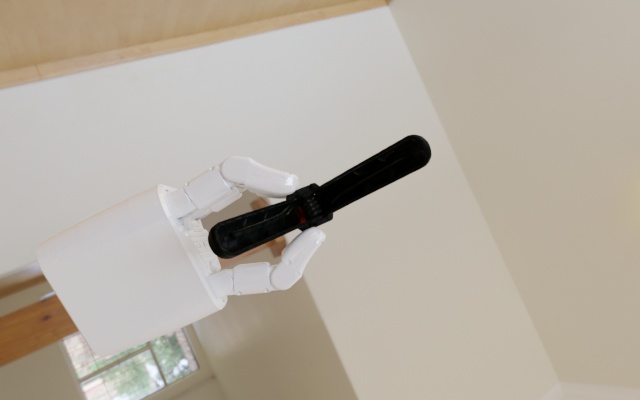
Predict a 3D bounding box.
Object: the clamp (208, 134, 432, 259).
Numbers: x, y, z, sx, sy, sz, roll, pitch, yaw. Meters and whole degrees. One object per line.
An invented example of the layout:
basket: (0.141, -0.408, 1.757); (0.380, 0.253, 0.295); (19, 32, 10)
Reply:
clamp: (0.000, 0.002, 0.407); (0.164, 0.036, 0.210); (-24, -3, -3)
